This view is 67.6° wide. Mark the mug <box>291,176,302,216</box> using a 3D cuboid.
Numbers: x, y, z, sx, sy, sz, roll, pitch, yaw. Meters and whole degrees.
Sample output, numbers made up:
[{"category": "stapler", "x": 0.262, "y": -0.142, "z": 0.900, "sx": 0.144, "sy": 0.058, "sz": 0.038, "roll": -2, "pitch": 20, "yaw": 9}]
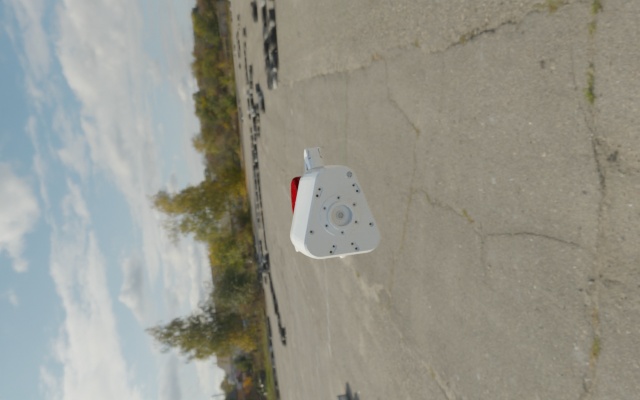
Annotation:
[{"category": "mug", "x": 0.000, "y": 0.002, "z": 0.710, "sx": 0.081, "sy": 0.093, "sz": 0.117, "roll": -7, "pitch": 2, "yaw": -10}]
